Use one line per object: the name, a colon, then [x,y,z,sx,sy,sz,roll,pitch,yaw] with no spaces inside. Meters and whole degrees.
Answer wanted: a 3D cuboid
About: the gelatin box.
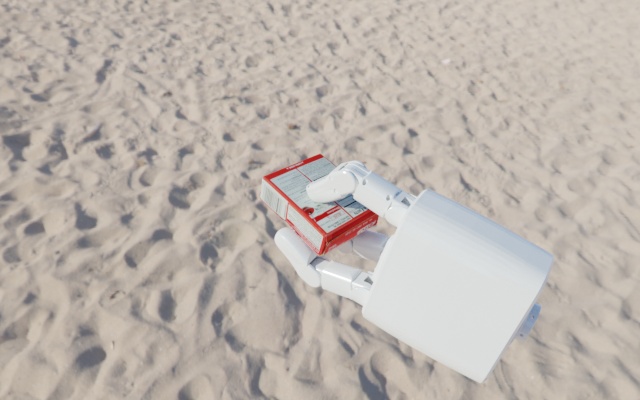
gelatin box: [0.000,0.001,0.436,0.073,0.030,0.089,-27,57,-37]
